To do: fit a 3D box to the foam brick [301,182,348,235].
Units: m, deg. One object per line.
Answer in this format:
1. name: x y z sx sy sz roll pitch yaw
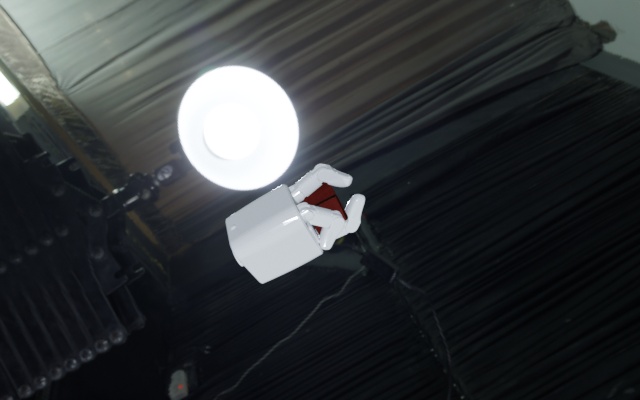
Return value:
1. foam brick: 0.000 0.002 0.724 0.051 0.053 0.078 -29 33 0
